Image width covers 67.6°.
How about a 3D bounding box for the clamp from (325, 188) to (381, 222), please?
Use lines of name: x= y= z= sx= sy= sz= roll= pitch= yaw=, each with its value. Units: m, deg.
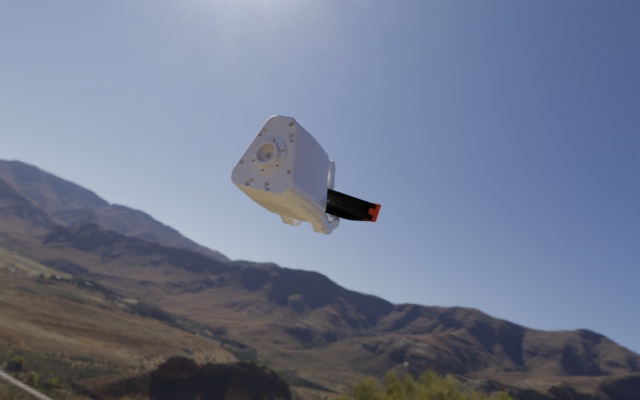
clamp: x=0.001 y=0.002 z=0.760 sx=0.210 sy=0.036 sz=0.165 roll=14 pitch=-11 yaw=25
